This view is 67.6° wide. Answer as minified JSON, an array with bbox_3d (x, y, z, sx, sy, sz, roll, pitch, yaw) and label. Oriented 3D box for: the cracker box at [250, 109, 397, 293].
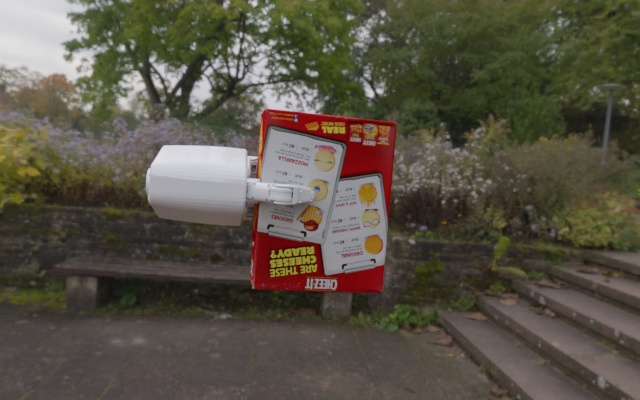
[{"bbox_3d":[0.000,0.002,0.601,0.164,0.214,0.072,4,3,-11],"label":"cracker box"}]
